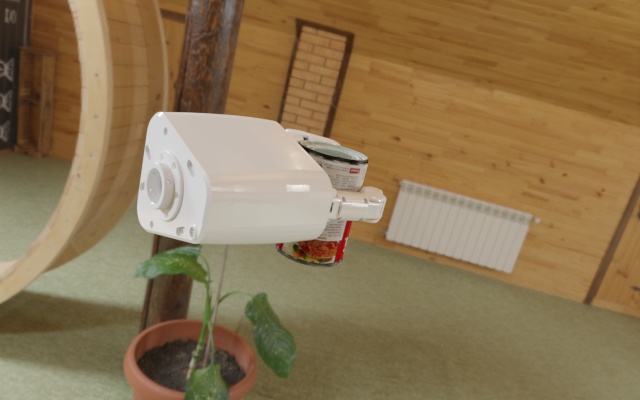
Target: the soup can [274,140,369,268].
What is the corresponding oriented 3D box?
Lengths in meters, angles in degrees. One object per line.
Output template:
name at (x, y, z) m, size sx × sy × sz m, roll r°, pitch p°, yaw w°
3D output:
soup can at (0.001, 0.001, 0.445) m, size 0.068 × 0.102 × 0.068 m, roll 13°, pitch 15°, yaw -4°
